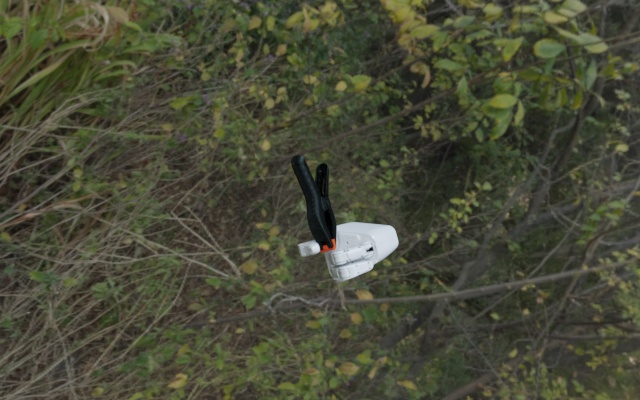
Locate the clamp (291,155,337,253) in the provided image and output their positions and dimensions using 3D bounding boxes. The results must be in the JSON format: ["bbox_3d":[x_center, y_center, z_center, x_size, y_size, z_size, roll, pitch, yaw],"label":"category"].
[{"bbox_3d":[0.001,0.003,0.843,0.039,0.171,0.120,-13,0,29],"label":"clamp"}]
